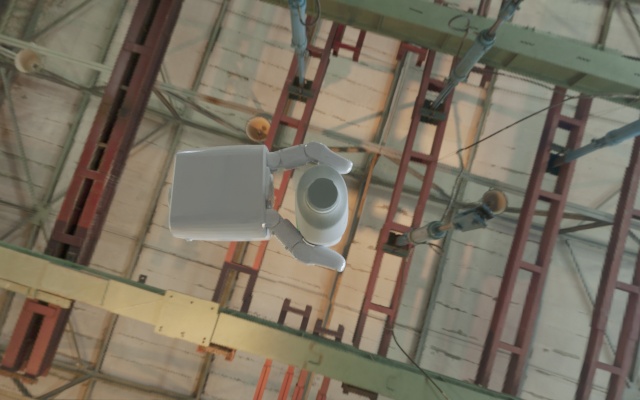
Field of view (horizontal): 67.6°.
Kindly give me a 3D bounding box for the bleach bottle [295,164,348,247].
[{"bbox_3d":[0.000,0.002,0.552,0.068,0.102,0.251,-2,-8,-1],"label":"bleach bottle"}]
